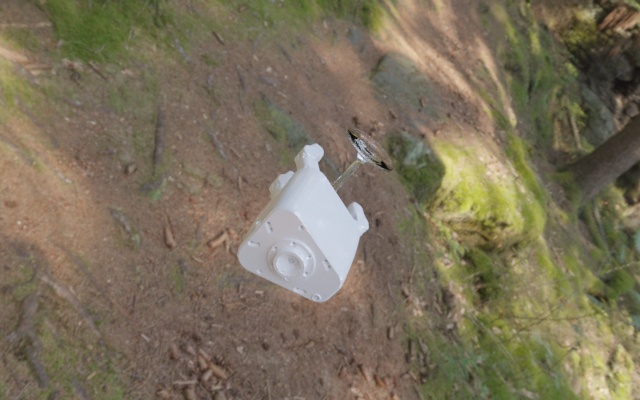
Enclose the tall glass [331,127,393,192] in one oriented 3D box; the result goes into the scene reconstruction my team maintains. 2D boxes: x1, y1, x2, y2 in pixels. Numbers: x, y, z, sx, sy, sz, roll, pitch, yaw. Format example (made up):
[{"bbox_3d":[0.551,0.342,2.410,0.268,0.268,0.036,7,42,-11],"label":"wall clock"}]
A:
[{"bbox_3d":[0.001,0.002,0.626,0.201,0.079,0.079,-47,-25,26],"label":"tall glass"}]
